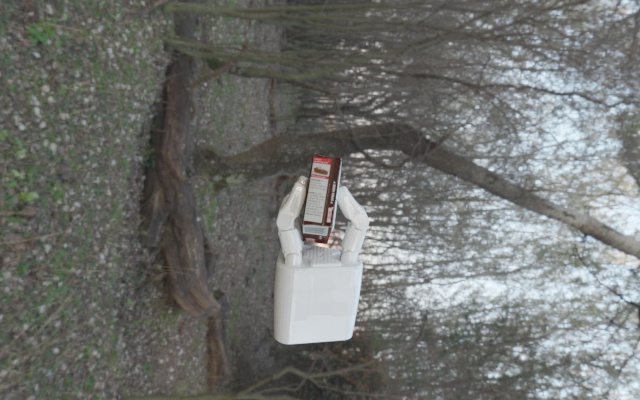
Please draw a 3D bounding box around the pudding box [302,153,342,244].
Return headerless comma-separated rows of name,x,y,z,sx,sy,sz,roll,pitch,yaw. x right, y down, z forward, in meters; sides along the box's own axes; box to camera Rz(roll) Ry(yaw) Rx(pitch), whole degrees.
pudding box,0.000,0.002,0.609,0.039,0.090,0.113,8,-15,-2
